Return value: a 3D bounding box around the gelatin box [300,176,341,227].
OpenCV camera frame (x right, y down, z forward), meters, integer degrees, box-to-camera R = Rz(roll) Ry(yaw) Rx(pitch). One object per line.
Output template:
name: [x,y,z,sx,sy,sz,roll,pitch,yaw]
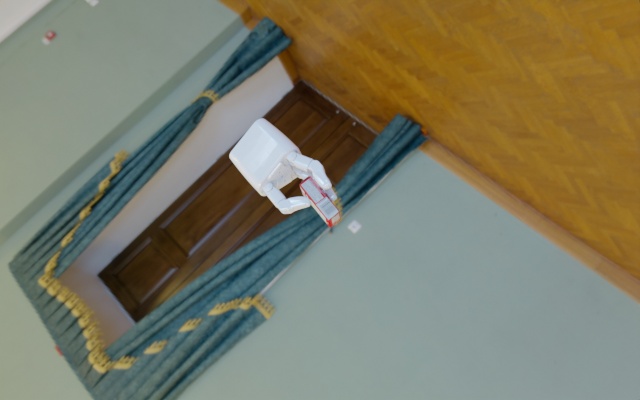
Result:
gelatin box: [0.000,0.003,0.888,0.030,0.089,0.073,-38,-13,-5]
